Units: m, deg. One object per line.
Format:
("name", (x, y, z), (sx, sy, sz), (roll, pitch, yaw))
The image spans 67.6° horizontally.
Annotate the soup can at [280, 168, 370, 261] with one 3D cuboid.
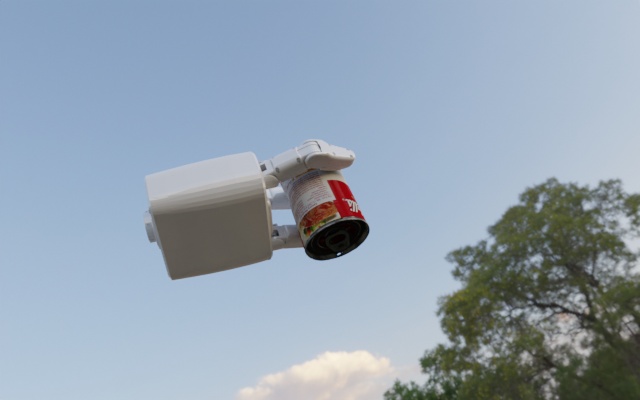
("soup can", (0.000, 0.001, 0.496), (0.068, 0.102, 0.069), (-16, -35, -12))
